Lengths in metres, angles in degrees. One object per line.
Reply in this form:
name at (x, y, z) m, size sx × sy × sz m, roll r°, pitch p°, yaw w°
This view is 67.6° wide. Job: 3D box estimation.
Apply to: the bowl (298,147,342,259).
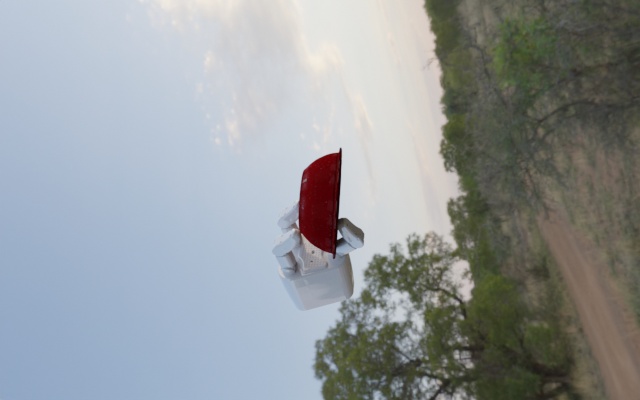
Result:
bowl at (0.000, 0.001, 0.693) m, size 0.055 × 0.162 × 0.162 m, roll 4°, pitch 0°, yaw 3°
